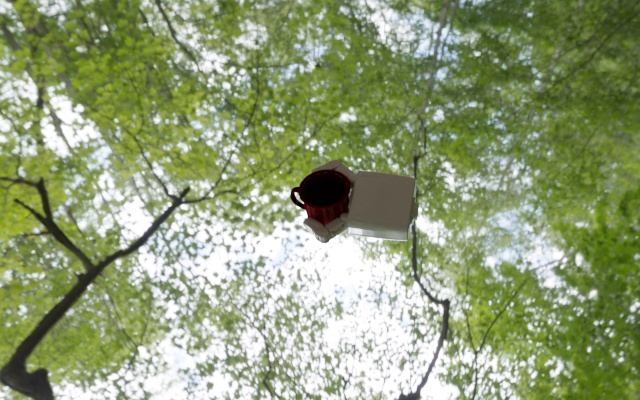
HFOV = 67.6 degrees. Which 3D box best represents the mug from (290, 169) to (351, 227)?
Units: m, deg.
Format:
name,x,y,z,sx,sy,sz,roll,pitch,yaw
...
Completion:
name,x,y,z,sx,sy,sz,roll,pitch,yaw
mug,-0.001,0.003,0.871,0.117,0.093,0.082,8,-39,16
